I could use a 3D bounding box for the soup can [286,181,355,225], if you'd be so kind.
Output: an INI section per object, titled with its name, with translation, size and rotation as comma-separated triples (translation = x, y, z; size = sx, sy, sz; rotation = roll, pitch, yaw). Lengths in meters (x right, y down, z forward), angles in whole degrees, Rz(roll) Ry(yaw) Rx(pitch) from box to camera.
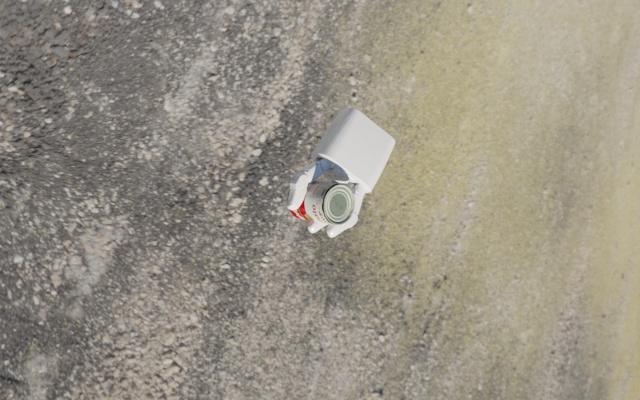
[soup can]
translation = 0.000, 0.003, 0.785
size = 0.068, 0.068, 0.102
rotation = 0, 5, -38
